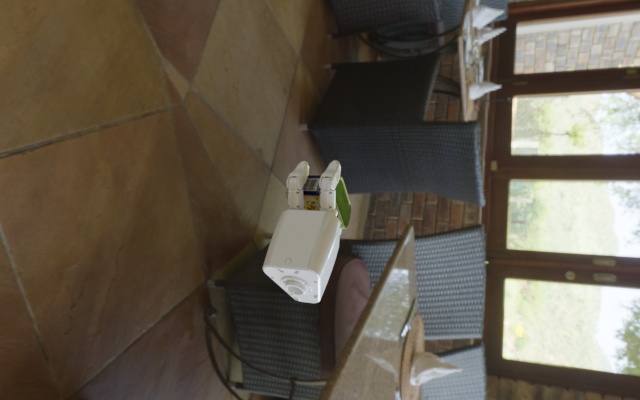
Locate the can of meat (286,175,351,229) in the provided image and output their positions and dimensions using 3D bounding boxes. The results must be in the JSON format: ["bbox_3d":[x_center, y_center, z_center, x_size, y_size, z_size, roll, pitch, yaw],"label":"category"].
[{"bbox_3d":[0.000,0.003,0.807,0.084,0.057,0.102,2,-42,23],"label":"can of meat"}]
